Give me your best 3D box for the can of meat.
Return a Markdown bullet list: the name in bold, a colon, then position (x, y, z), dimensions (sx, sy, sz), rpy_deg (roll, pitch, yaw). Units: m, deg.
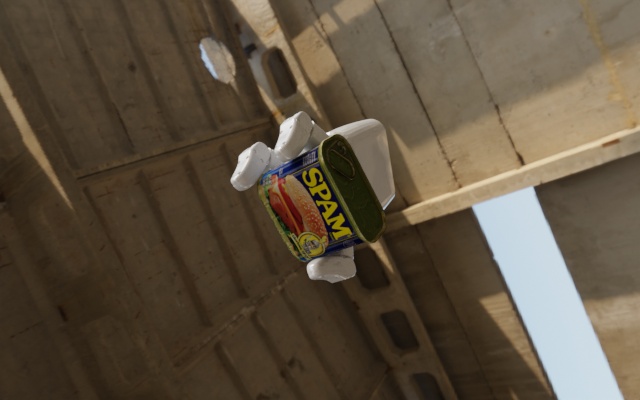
- **can of meat**: position (0.000, 0.002, 0.451), dimensions (0.084, 0.102, 0.057), rpy_deg (-22, 10, 34)
